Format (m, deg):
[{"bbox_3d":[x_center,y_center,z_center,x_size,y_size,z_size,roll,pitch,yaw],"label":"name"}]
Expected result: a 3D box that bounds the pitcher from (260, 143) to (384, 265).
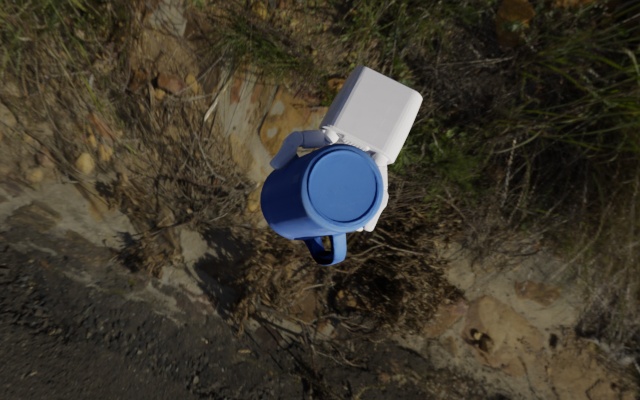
[{"bbox_3d":[0.000,0.002,0.678,0.149,0.145,0.243,31,-11,-11],"label":"pitcher"}]
